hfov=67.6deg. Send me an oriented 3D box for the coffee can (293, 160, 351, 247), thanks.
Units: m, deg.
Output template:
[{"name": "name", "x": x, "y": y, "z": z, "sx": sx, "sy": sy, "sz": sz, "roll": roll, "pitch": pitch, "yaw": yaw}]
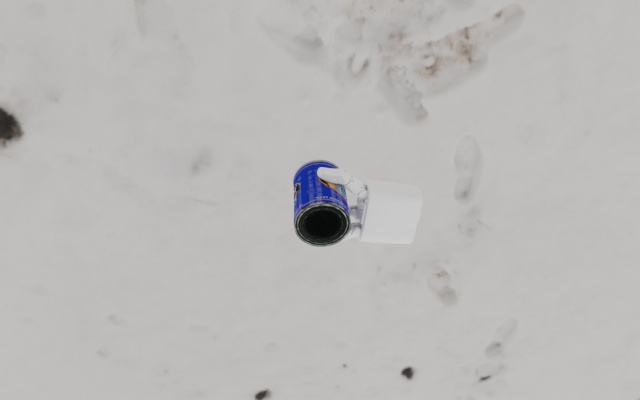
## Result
[{"name": "coffee can", "x": 0.000, "y": 0.003, "z": 0.899, "sx": 0.103, "sy": 0.103, "sz": 0.140, "roll": 0, "pitch": 37, "yaw": -4}]
